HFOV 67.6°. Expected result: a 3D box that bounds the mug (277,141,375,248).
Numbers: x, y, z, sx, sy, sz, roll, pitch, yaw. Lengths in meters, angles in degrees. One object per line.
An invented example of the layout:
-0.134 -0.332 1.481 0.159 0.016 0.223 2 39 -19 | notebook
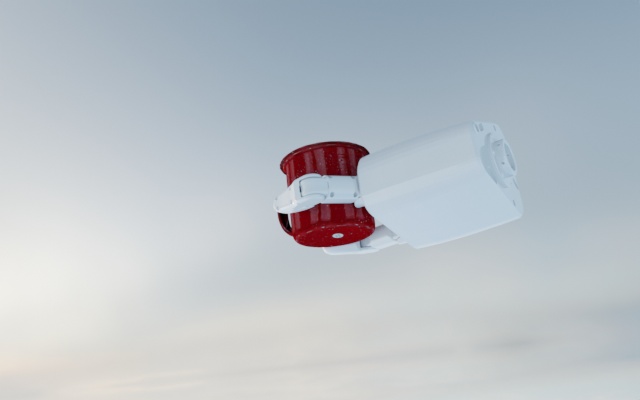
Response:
-0.001 0.002 0.482 0.117 0.081 0.093 -21 -24 34 | mug
